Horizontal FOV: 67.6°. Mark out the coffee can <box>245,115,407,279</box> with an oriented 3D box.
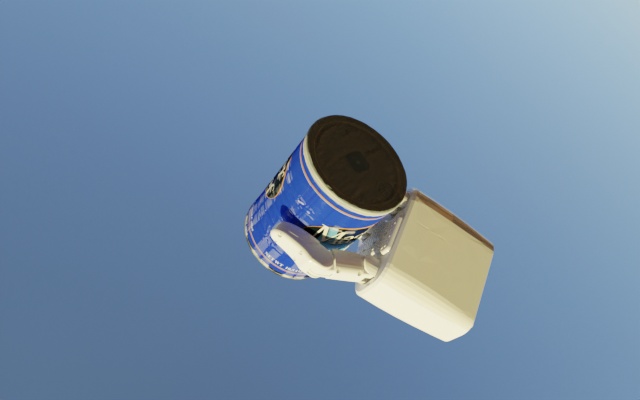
[{"bbox_3d":[0.000,0.001,0.461,0.103,0.102,0.140,0,-30,-34],"label":"coffee can"}]
